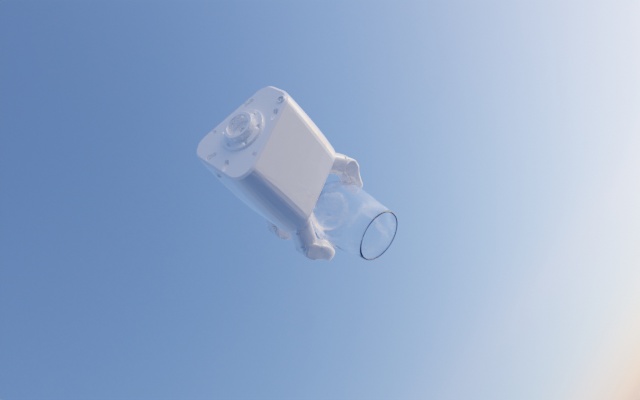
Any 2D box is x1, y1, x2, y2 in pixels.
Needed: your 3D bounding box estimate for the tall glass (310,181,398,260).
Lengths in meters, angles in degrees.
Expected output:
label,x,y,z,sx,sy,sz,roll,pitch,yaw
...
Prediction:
label,x,y,z,sx,sy,sz,roll,pitch,yaw
tall glass,0.000,0.002,0.598,0.079,0.079,0.201,0,23,-46
